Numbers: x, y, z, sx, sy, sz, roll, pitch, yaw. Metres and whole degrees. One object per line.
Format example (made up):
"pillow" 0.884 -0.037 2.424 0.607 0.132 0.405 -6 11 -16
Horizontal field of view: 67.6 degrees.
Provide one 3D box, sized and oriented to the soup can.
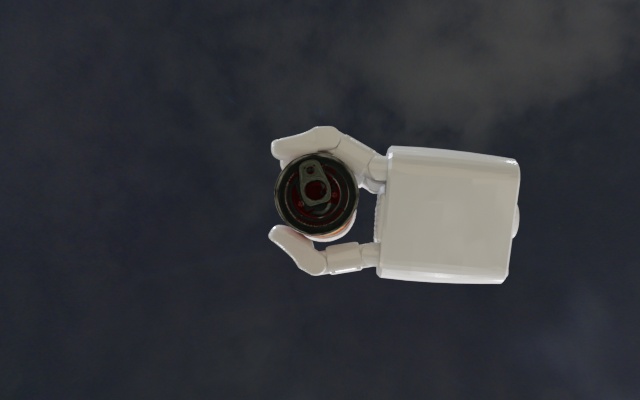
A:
"soup can" 0.000 0.002 0.431 0.068 0.068 0.102 0 -8 4
